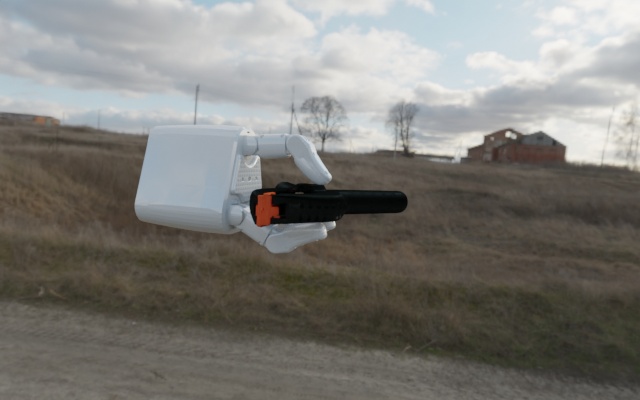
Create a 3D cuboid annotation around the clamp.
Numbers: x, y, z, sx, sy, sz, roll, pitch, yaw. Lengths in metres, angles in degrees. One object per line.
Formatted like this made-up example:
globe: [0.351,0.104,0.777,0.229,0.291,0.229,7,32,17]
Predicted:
clamp: [0.000,0.001,0.488,0.164,0.036,0.210,4,5,15]
